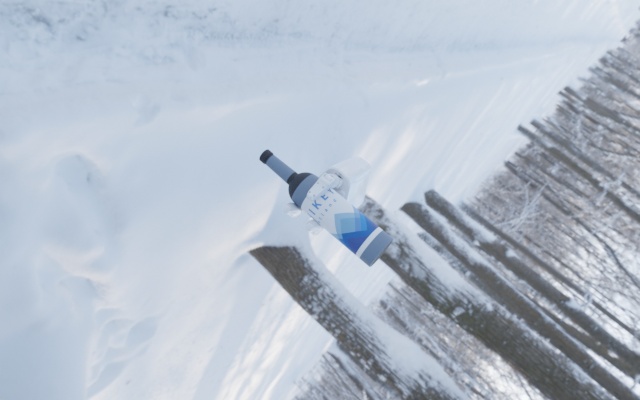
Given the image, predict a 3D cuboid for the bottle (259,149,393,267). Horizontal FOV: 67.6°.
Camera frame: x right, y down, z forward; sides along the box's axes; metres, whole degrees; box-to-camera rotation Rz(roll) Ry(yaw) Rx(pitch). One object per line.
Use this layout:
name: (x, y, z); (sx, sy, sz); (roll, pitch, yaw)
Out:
bottle: (0.000, 0.003, 0.890); (0.295, 0.069, 0.069); (40, 11, 14)
